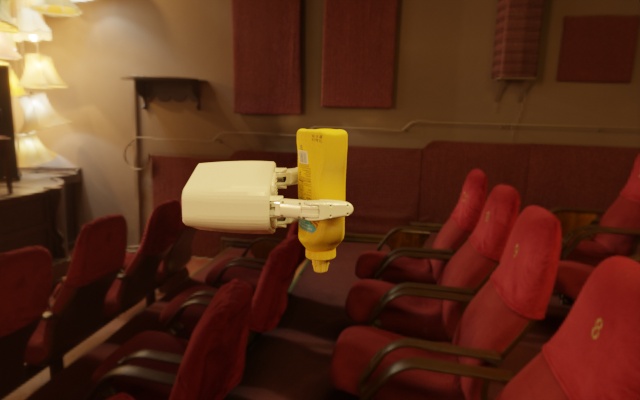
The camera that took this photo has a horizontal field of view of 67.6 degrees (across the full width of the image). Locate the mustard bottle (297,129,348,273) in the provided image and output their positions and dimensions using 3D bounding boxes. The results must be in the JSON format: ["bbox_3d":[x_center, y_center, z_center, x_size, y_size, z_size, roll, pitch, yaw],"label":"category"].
[{"bbox_3d":[0.000,0.002,0.634,0.058,0.191,0.096,-4,11,-23],"label":"mustard bottle"}]
